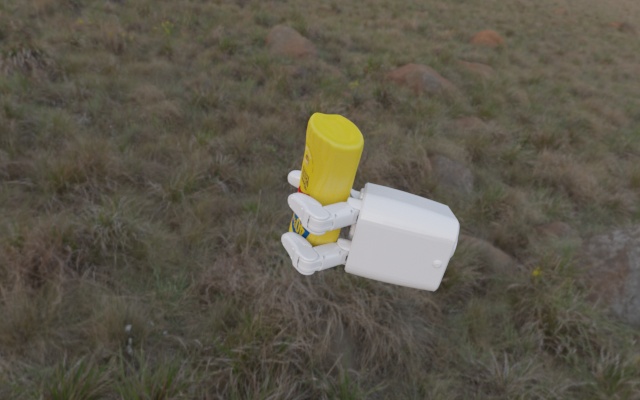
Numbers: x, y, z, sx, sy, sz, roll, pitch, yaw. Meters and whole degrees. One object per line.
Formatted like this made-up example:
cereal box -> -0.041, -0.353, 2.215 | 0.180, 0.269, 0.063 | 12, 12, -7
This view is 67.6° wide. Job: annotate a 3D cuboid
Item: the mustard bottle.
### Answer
mustard bottle -> 0.000, 0.002, 0.562 | 0.058, 0.192, 0.096 | 2, 31, -18
